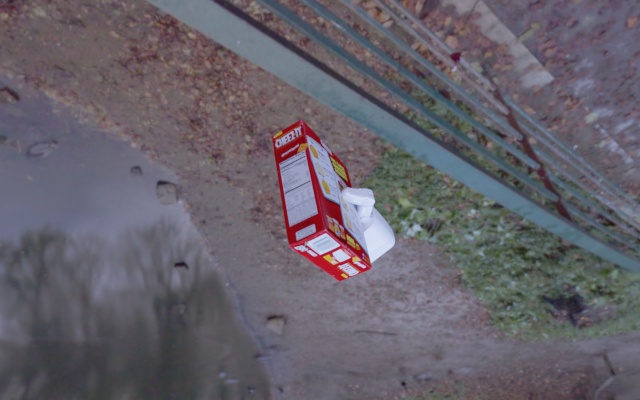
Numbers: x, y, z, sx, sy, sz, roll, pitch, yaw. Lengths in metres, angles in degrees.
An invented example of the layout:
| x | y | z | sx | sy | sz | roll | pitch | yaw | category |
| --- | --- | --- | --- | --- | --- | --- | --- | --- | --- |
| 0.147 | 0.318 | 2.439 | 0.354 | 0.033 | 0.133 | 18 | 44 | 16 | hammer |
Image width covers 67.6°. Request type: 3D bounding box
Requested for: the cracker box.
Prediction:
| x | y | z | sx | sy | sz | roll | pitch | yaw | category |
| --- | --- | --- | --- | --- | --- | --- | --- | --- | --- |
| 0.000 | 0.003 | 0.771 | 0.072 | 0.213 | 0.164 | -25 | -36 | 18 | cracker box |
